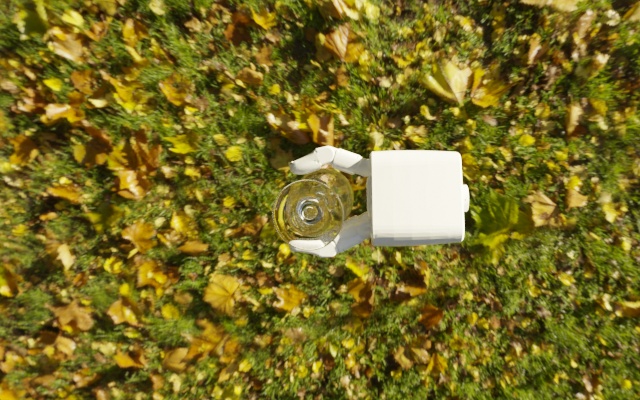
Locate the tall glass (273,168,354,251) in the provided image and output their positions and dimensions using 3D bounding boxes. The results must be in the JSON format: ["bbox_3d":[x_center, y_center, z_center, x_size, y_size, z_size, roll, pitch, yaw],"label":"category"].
[{"bbox_3d":[0.000,0.002,0.587,0.079,0.079,0.201,0,8,7],"label":"tall glass"}]
